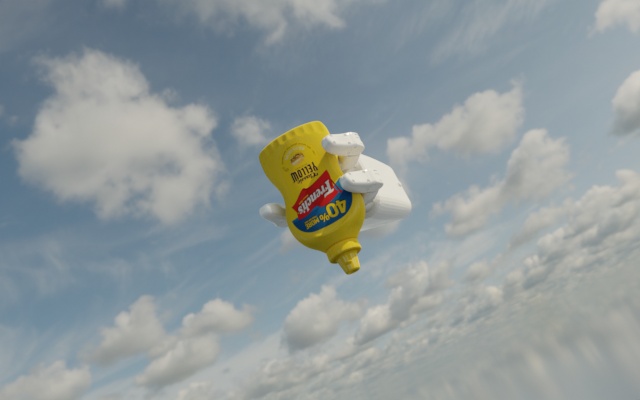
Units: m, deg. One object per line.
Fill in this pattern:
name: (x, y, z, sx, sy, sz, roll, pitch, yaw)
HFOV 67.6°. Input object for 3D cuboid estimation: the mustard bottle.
mustard bottle: (0.000, 0.002, 0.583, 0.096, 0.191, 0.058, -28, -23, 5)
